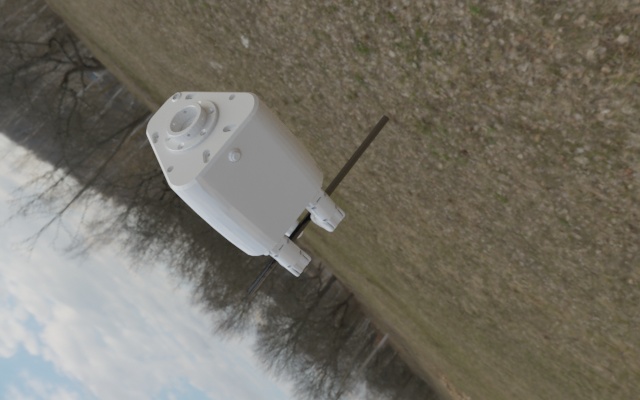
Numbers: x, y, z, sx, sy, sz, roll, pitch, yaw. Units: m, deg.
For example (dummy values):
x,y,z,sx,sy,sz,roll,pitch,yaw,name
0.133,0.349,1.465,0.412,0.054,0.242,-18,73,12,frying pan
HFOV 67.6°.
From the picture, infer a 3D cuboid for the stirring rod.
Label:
x,y,z,sx,sy,sz,roll,pitch,yaw,name
0.000,0.002,0.508,0.011,0.239,0.011,37,-10,7,stirring rod
